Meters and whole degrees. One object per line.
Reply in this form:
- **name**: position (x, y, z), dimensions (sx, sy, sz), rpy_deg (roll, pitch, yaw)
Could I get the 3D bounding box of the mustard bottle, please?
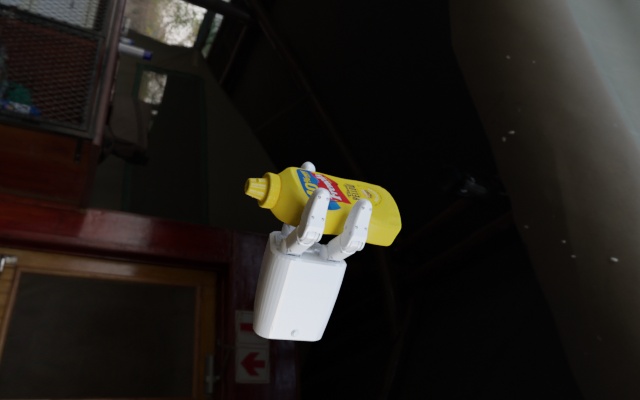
- **mustard bottle**: position (0.000, 0.002, 0.584), dimensions (0.191, 0.058, 0.096), rpy_deg (12, 34, -26)
